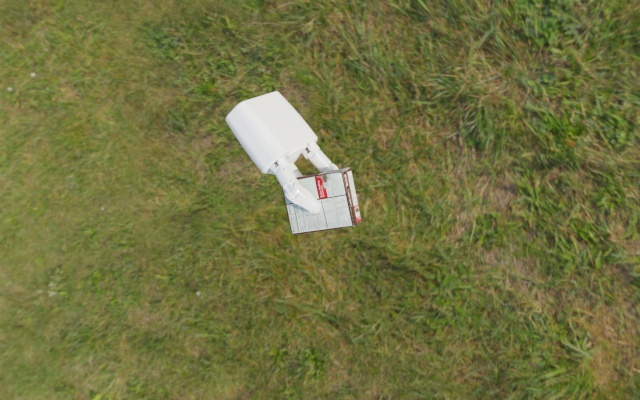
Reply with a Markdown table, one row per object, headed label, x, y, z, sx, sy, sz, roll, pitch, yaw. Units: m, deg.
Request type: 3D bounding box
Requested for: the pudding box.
| label | x | y | z | sx | sy | sz | roll | pitch | yaw |
| --- | --- | --- | --- | --- | --- | --- | --- | --- | --- |
| pudding box | 0.000 | 0.002 | 0.753 | 0.113 | 0.090 | 0.039 | -9 | 8 | 26 |
